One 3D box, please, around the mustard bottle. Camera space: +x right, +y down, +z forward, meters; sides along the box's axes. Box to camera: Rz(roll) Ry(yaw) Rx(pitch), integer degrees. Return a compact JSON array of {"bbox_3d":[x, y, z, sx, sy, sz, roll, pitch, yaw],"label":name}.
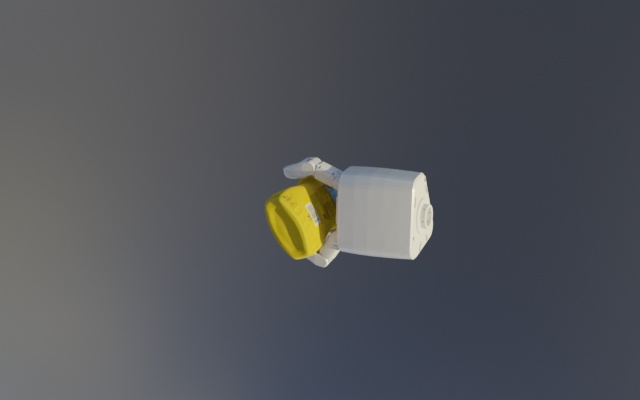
[{"bbox_3d":[0.000,0.002,0.714,0.058,0.096,0.191,-22,10,37],"label":"mustard bottle"}]
